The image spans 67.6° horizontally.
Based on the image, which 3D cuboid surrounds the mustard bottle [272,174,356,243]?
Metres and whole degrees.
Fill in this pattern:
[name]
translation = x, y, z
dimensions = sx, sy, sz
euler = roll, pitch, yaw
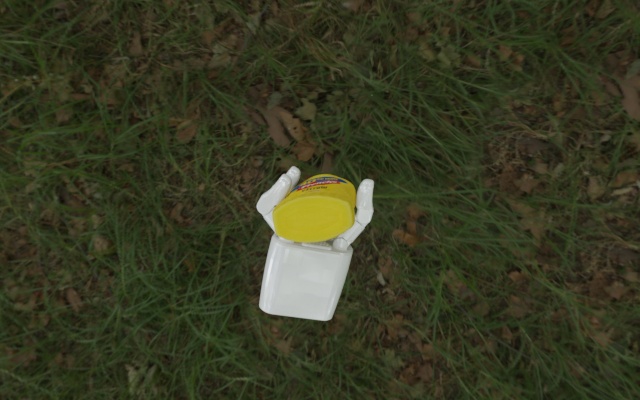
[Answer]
[mustard bottle]
translation = 0.000, 0.002, 0.641
dimensions = 0.096, 0.058, 0.191
euler = -9, 11, 8
